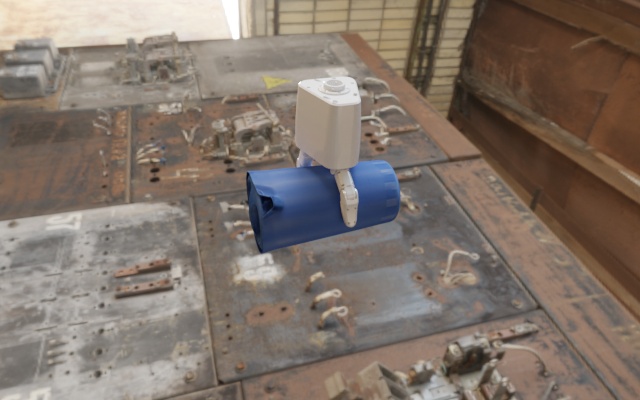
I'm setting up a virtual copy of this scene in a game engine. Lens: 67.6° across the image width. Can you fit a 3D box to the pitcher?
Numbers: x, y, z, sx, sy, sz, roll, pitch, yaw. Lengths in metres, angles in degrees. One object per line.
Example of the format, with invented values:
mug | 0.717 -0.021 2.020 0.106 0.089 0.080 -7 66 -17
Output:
pitcher | 0.000 0.002 0.800 0.243 0.145 0.149 -9 36 -15
